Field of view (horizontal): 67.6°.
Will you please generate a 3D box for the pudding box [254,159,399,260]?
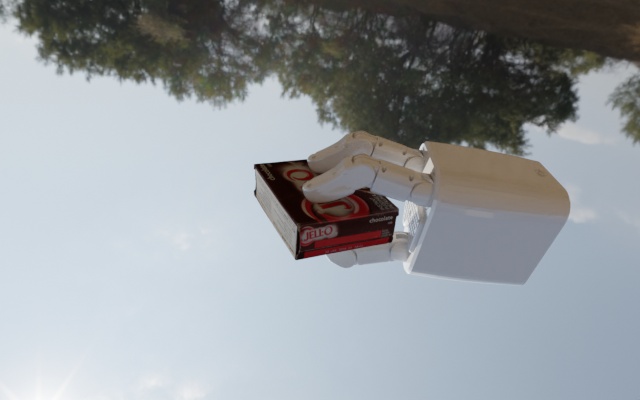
[{"bbox_3d":[0.000,0.002,0.417,0.090,0.039,0.113,-7,29,-24],"label":"pudding box"}]
